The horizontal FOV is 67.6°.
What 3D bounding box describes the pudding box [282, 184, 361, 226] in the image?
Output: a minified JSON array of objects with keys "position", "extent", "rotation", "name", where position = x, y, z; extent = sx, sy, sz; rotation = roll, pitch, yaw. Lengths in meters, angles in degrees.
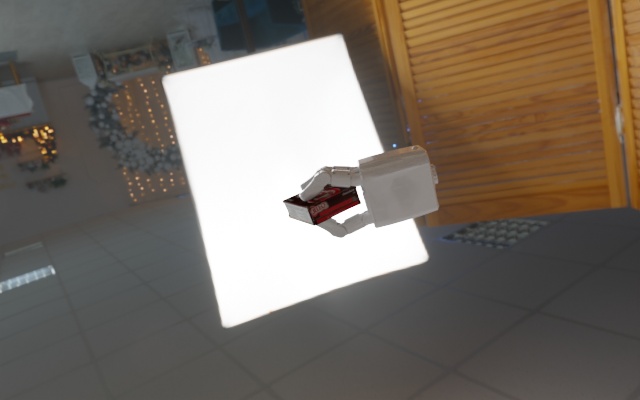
[{"position":[0.000,0.003,0.777],"extent":[0.090,0.039,0.113],"rotation":[-24,12,-21],"name":"pudding box"}]
